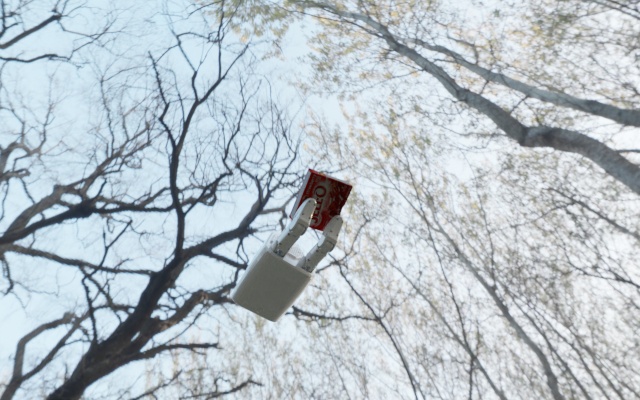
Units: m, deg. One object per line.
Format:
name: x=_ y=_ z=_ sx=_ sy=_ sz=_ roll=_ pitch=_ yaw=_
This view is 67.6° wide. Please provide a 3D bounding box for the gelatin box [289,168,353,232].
gelatin box: x=0.000 y=0.002 z=0.760 sx=0.073 sy=0.089 sz=0.030 roll=19 pitch=12 yaw=-18
